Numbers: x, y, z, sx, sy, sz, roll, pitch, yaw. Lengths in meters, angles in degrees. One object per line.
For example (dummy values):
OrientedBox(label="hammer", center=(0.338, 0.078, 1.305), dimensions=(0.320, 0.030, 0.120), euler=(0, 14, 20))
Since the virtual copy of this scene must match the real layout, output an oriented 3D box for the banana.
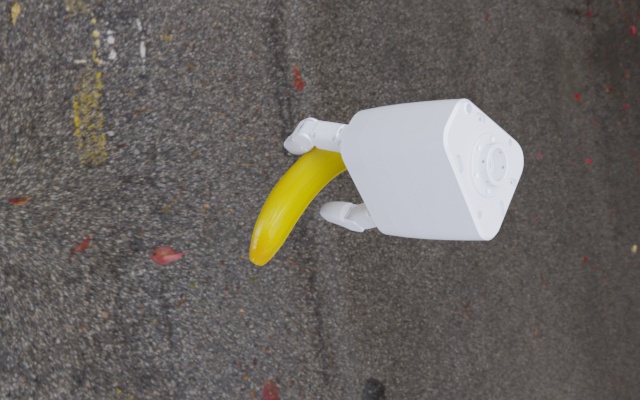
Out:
OrientedBox(label="banana", center=(-0.004, -0.016, 0.477), dimensions=(0.037, 0.070, 0.197), euler=(7, 36, 46))
